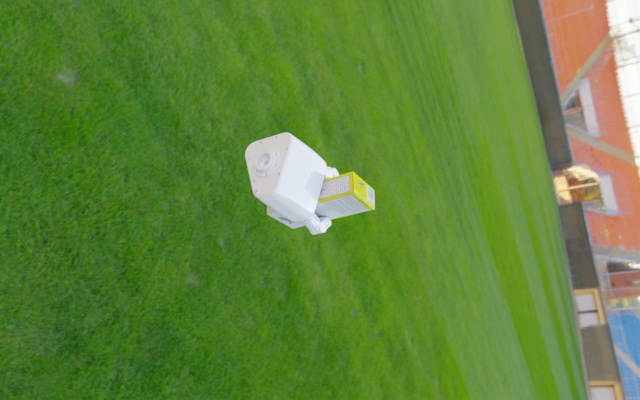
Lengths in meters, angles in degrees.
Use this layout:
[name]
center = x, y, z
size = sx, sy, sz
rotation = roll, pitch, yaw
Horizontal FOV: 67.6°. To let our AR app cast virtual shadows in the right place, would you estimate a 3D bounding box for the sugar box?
[sugar box]
center = 0.000, 0.002, 0.858
size = 0.176, 0.048, 0.093
rotation = -11, -26, 27
